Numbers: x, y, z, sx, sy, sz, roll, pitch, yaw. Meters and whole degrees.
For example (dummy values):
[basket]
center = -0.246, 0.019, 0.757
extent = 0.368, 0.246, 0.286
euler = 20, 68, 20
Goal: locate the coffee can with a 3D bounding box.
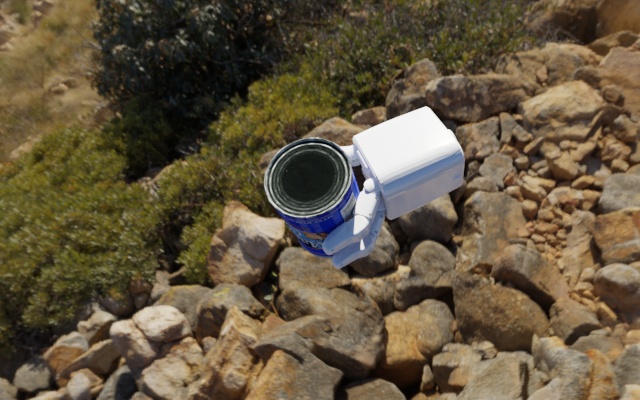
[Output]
[coffee can]
center = 0.000, 0.002, 0.597
extent = 0.103, 0.102, 0.140
euler = 0, -25, 14
